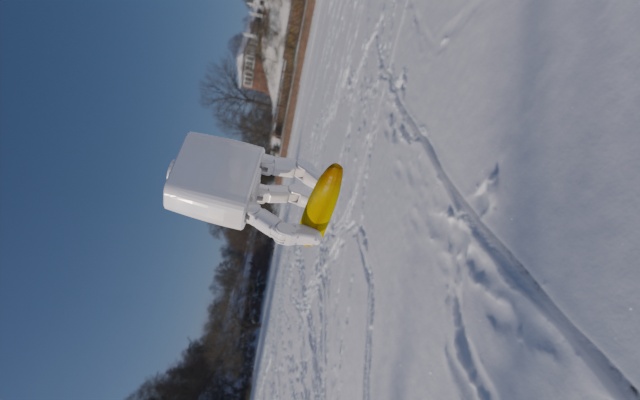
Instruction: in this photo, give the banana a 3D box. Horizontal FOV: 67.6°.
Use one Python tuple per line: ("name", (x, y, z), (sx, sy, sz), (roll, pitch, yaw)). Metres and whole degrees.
("banana", (-0.005, 0.020, 0.641), (0.037, 0.069, 0.198), (18, -24, -1))
